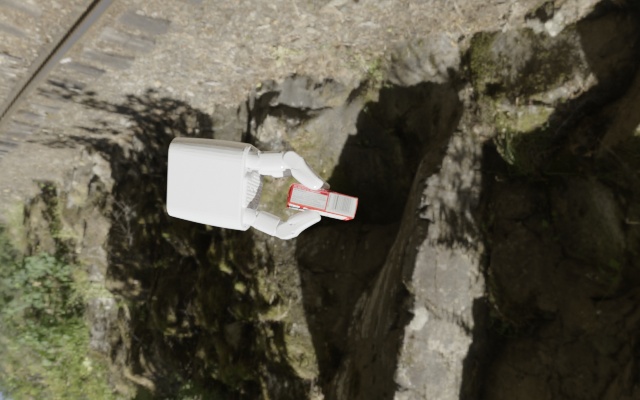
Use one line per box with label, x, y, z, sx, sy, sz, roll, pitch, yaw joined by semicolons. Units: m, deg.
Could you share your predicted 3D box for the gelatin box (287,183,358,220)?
gelatin box;0.000;0.003;0.635;0.089;0.030;0.073;13;-5;-3
